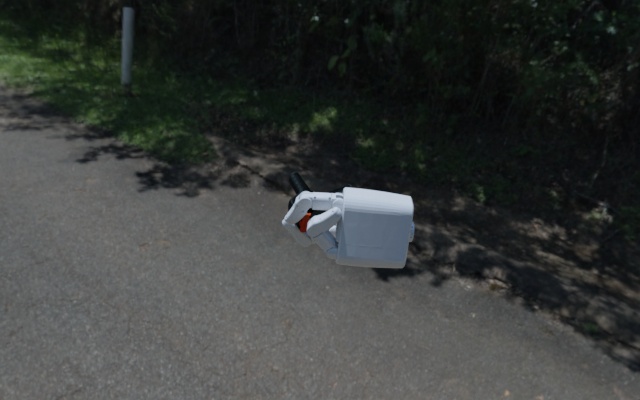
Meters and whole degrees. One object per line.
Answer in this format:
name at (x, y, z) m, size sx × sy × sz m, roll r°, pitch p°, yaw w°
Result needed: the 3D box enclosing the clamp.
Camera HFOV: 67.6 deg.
clamp at (0.000, 0.002, 0.815) m, size 0.120 × 0.039 × 0.171 m, roll 4°, pitch 31°, yaw -1°
